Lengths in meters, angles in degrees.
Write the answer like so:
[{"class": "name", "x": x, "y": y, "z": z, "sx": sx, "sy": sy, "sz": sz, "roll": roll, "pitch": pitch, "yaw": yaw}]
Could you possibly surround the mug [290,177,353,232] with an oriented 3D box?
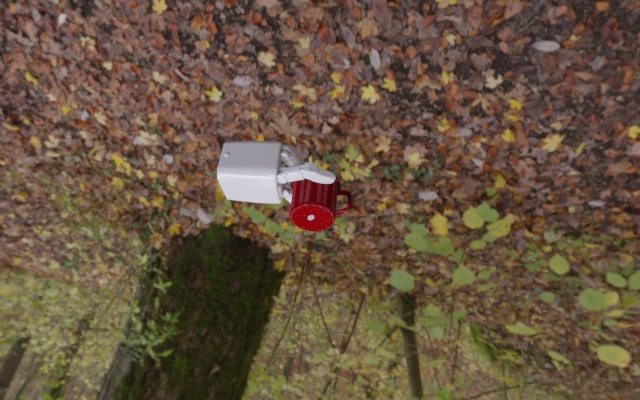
[{"class": "mug", "x": 0.002, "y": 0.003, "z": 0.863, "sx": 0.117, "sy": 0.081, "sz": 0.093, "roll": 3, "pitch": -40, "yaw": 3}]
